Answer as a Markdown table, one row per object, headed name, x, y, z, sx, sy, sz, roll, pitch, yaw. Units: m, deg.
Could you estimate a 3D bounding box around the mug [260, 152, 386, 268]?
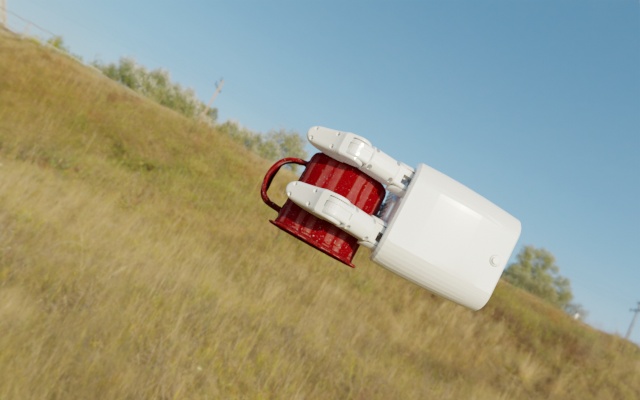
| name | x | y | z | sx | sy | sz | roll | pitch | yaw |
| --- | --- | --- | --- | --- | --- | --- | --- | --- | --- |
| mug | -0.001 | 0.001 | 0.458 | 0.117 | 0.081 | 0.093 | 29 | -7 | -1 |
